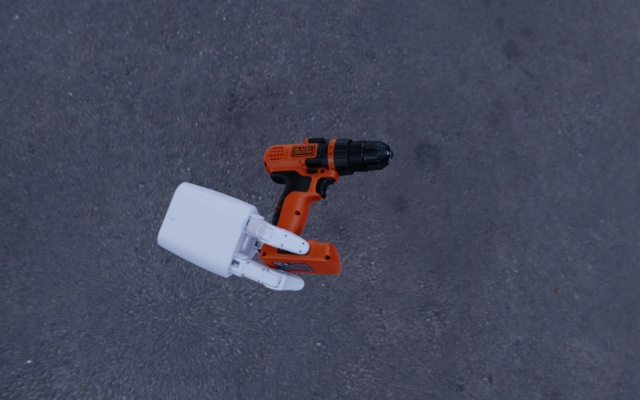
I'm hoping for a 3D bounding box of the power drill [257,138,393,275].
[{"bbox_3d":[0.000,0.002,0.637,0.184,0.187,0.057,-2,-28,21],"label":"power drill"}]
